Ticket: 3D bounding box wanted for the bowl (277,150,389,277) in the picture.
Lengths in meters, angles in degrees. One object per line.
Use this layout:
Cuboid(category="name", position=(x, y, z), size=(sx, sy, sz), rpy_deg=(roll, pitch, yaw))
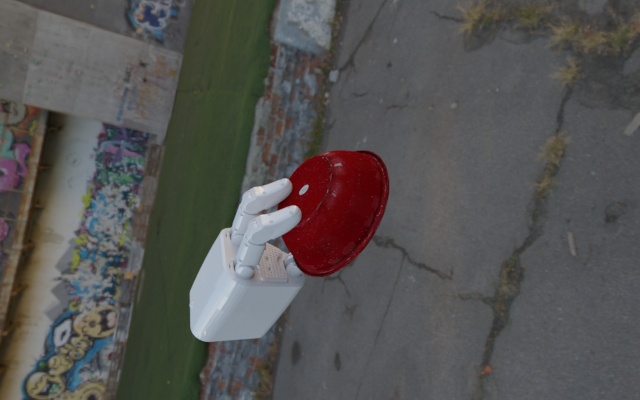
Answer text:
Cuboid(category="bowl", position=(0.001, 0.000, 0.542), size=(0.055, 0.162, 0.162), rpy_deg=(31, -18, -32))
